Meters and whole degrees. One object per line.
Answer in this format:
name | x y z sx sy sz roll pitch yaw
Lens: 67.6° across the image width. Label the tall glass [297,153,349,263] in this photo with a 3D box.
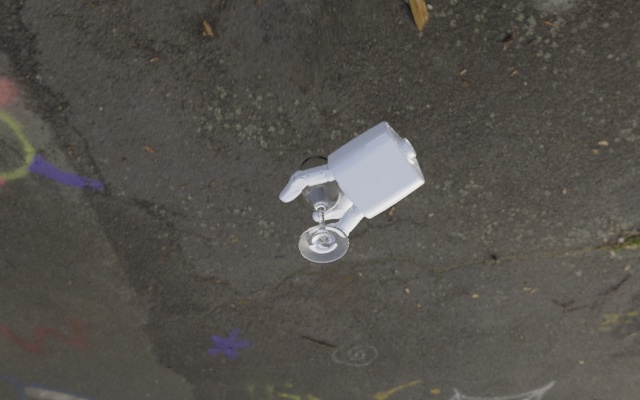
tall glass | 0.000 0.003 0.771 0.079 0.079 0.200 0 38 -4
